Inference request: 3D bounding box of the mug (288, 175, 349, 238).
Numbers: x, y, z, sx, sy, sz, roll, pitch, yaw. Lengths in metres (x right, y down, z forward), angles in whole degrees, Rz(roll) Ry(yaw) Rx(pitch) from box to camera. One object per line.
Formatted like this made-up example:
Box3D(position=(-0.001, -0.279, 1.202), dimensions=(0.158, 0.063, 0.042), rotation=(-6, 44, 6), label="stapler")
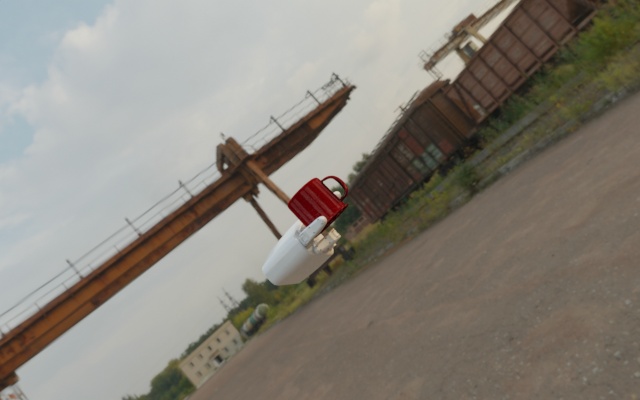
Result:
Box3D(position=(0.001, 0.002, 0.898), dimensions=(0.117, 0.081, 0.093), rotation=(-47, -7, 17), label="mug")
